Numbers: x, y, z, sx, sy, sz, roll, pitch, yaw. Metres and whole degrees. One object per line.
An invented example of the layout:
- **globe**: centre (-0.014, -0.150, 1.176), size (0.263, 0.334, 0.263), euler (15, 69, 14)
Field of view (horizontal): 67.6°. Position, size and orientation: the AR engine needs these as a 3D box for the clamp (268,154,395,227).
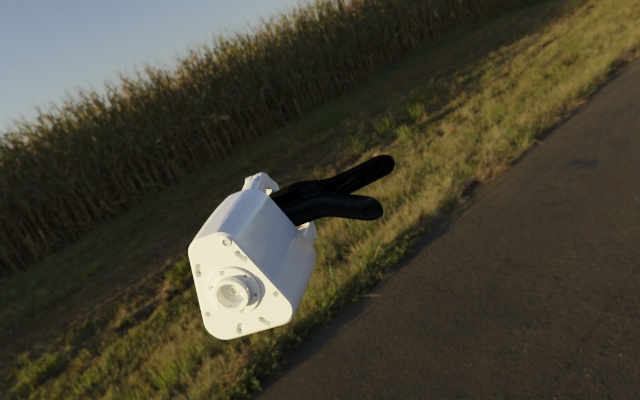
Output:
- **clamp**: centre (0.000, 0.001, 0.524), size (0.171, 0.039, 0.120), euler (-19, 18, 15)
